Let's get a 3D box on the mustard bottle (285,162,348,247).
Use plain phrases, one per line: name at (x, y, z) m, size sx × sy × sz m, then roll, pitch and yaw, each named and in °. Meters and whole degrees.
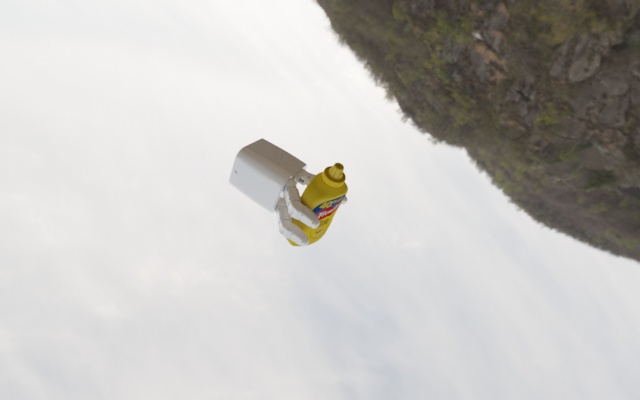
mustard bottle at (0.000, 0.003, 0.868) m, size 0.096 × 0.058 × 0.192 m, roll -19°, pitch -30°, yaw -37°
